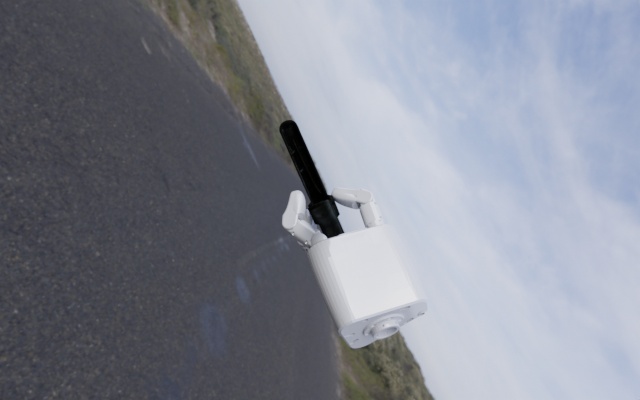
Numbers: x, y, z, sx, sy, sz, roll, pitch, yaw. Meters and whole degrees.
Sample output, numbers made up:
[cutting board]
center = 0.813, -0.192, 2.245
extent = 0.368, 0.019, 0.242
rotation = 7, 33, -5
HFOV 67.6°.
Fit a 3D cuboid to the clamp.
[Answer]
[clamp]
center = 0.001, 0.002, 0.638
extent = 0.036, 0.164, 0.210
rotation = -22, -35, 2
